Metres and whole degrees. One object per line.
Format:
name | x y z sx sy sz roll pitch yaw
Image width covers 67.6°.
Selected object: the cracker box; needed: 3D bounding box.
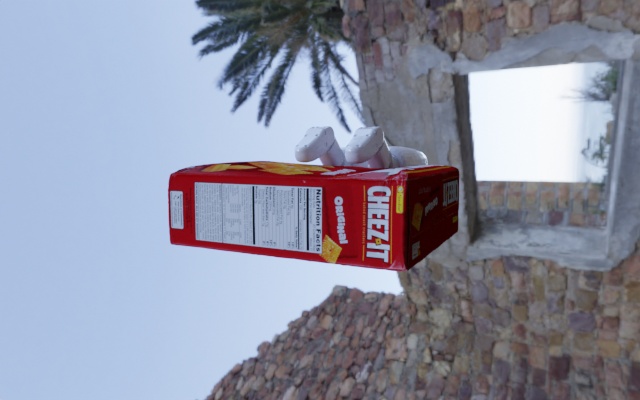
cracker box | 0.000 0.002 0.429 0.213 0.072 0.164 3 8 27
